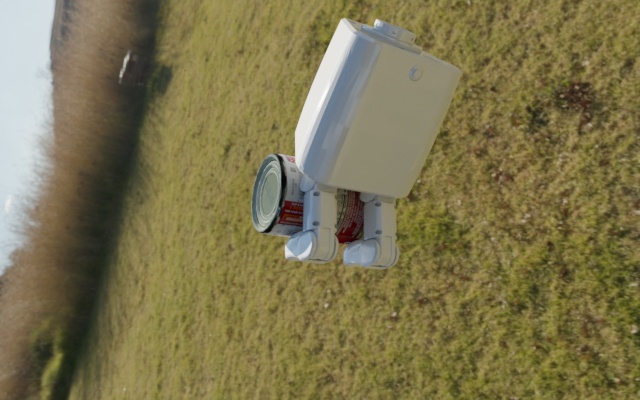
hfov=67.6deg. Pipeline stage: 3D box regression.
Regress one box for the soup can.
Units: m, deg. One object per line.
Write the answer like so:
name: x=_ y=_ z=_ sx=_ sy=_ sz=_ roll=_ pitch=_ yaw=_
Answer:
soup can: x=0.000 y=0.002 z=0.409 sx=0.102 sy=0.068 sz=0.068 roll=9 pitch=-4 yaw=-27
